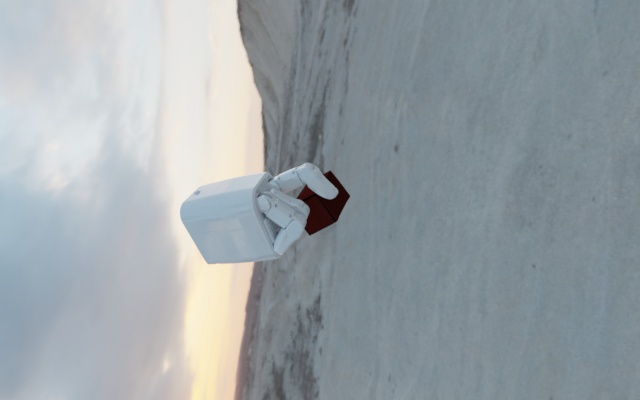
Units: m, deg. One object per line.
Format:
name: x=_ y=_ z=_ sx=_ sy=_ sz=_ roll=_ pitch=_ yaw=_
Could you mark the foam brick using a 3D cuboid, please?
foam brick: x=0.000 y=0.002 z=0.691 sx=0.051 sy=0.053 sz=0.078 roll=-30 pitch=14 yaw=30
